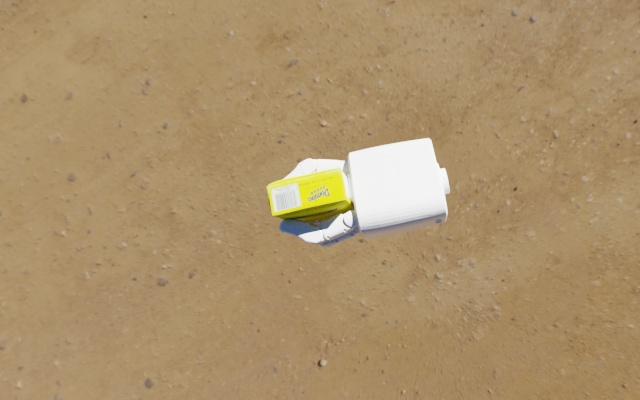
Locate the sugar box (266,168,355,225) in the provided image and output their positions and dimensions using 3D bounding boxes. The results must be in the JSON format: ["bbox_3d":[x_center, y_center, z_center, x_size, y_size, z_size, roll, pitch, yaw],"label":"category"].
[{"bbox_3d":[0.000,0.003,0.636,0.093,0.048,0.176,-12,-12,11],"label":"sugar box"}]
